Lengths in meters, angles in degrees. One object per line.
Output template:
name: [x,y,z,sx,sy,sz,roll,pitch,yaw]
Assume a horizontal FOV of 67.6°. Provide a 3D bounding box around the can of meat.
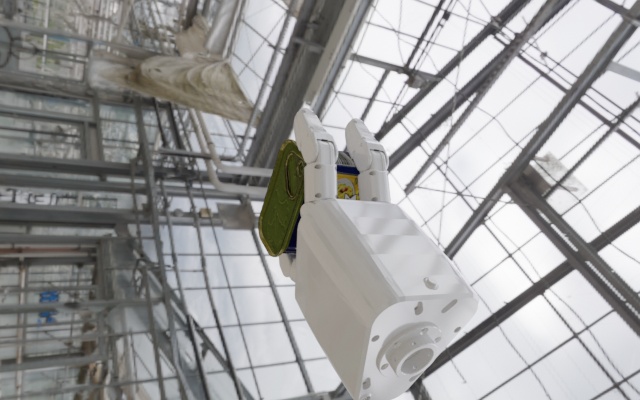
can of meat: [0.000,0.002,0.435,0.084,0.102,0.057,5,27,-31]
